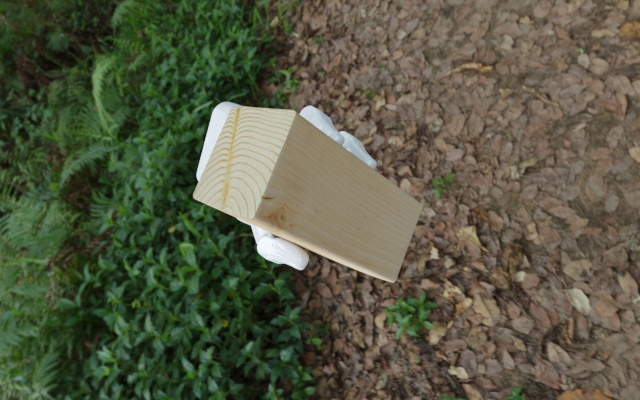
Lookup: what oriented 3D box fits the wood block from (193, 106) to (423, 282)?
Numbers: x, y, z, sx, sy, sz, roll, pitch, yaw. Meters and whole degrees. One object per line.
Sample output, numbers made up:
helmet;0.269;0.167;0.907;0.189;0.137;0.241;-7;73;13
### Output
wood block;0.000;0.002;0.454;0.090;0.091;0.206;15;-10;44
